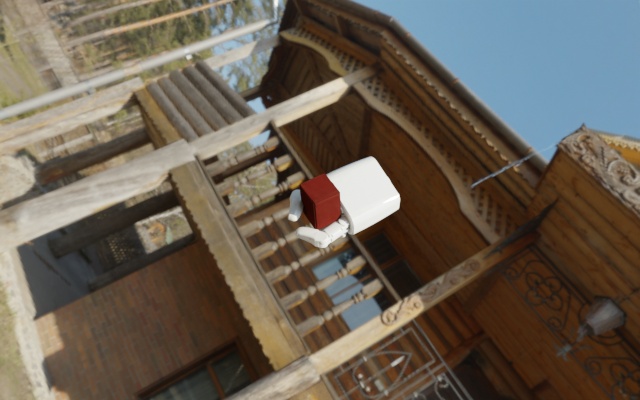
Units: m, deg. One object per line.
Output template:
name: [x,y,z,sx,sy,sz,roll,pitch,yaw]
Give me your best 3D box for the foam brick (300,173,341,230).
foam brick: [0.000,0.003,0.821,0.051,0.053,0.078,-25,-36,-16]
